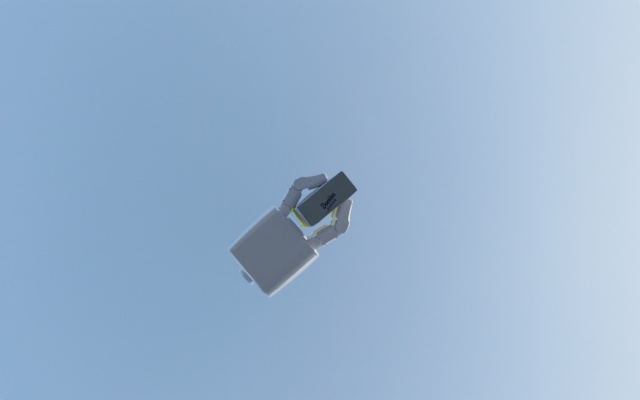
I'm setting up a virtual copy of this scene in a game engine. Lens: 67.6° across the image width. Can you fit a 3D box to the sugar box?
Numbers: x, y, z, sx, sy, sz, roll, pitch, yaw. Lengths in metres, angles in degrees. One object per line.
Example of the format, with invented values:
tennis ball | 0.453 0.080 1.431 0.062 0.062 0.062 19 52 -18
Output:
sugar box | 0.000 0.003 0.805 0.093 0.048 0.176 -39 4 -7
